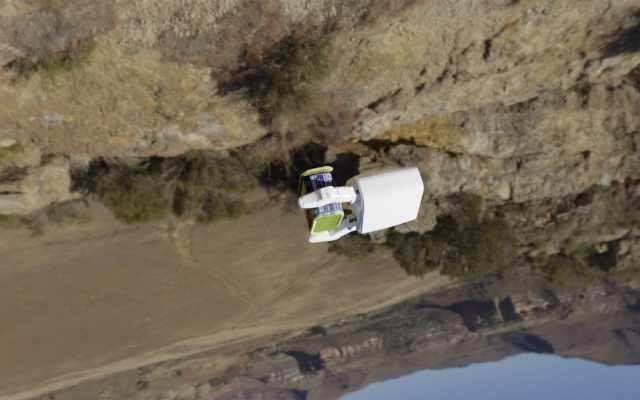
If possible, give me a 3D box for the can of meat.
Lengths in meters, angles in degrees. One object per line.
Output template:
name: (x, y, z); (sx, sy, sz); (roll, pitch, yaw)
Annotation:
can of meat: (0.000, 0.003, 0.815); (0.057, 0.084, 0.102); (-12, -19, -11)
